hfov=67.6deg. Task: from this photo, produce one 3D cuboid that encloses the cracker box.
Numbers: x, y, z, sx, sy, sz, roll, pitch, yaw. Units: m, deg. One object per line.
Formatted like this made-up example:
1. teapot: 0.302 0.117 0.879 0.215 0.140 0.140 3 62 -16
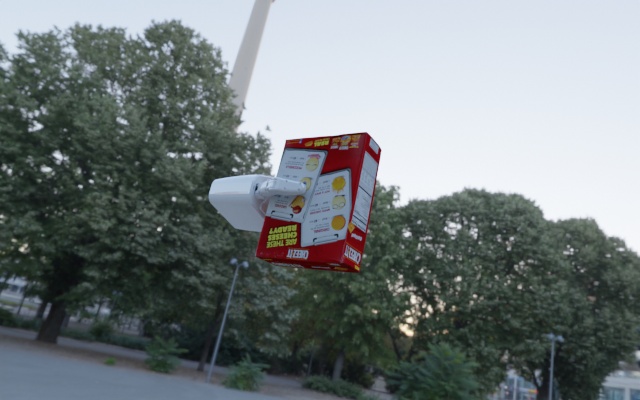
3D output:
1. cracker box: 0.000 0.002 0.773 0.164 0.213 0.072 0 -22 34
